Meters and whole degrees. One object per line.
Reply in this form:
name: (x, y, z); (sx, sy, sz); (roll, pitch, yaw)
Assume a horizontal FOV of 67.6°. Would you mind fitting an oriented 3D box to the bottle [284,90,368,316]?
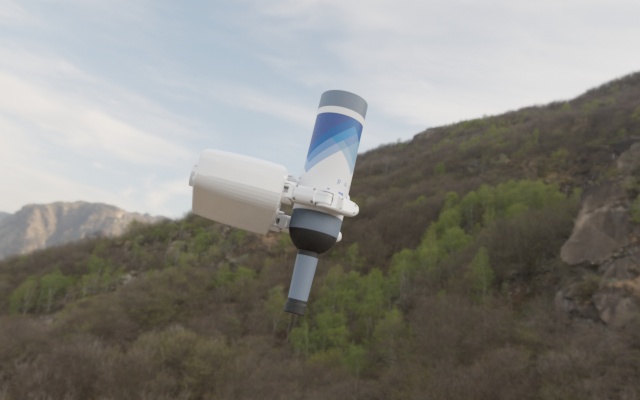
bottle: (0.000, 0.002, 0.631); (0.069, 0.295, 0.069); (13, -12, 3)
